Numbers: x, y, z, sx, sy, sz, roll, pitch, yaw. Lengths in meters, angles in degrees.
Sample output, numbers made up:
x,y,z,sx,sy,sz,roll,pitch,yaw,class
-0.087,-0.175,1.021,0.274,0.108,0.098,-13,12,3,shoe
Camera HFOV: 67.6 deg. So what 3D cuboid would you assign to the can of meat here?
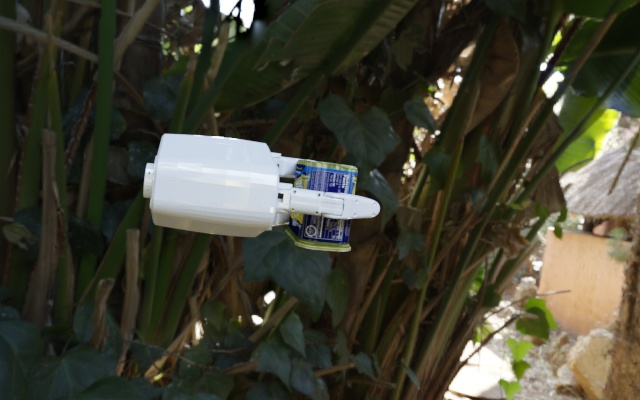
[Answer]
x,y,z,sx,sy,sz,roll,pitch,yaw,class
0.000,0.001,0.501,0.057,0.084,0.102,6,5,-13,can of meat
